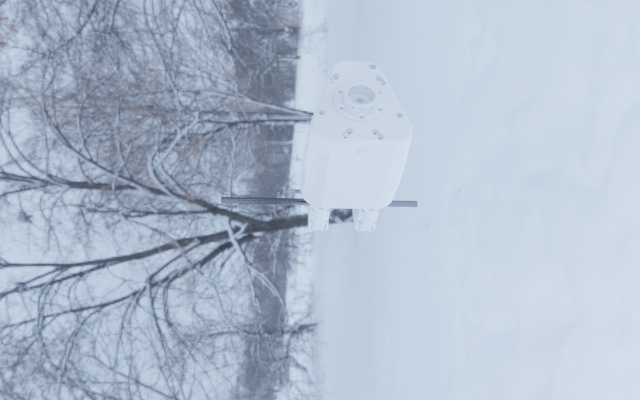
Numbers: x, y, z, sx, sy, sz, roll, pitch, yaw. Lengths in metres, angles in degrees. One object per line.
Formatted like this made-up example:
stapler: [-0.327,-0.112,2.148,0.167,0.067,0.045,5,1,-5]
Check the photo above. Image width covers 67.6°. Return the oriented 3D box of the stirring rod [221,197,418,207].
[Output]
stirring rod: [0.000,0.002,0.586,0.239,0.011,0.011,1,0,-4]
